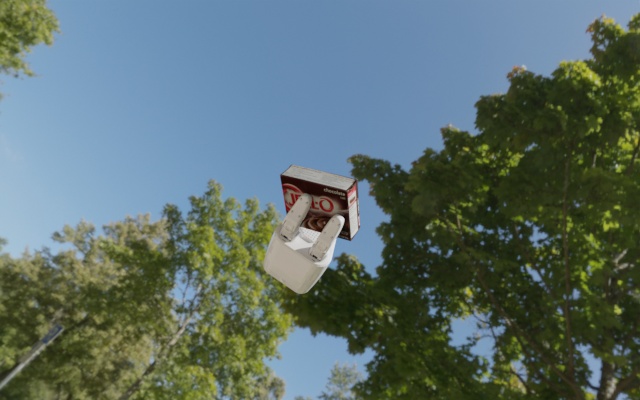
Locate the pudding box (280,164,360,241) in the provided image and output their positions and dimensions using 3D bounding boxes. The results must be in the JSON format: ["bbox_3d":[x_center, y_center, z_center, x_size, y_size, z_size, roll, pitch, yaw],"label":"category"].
[{"bbox_3d":[0.000,0.002,0.698,0.113,0.090,0.039,13,41,25],"label":"pudding box"}]
